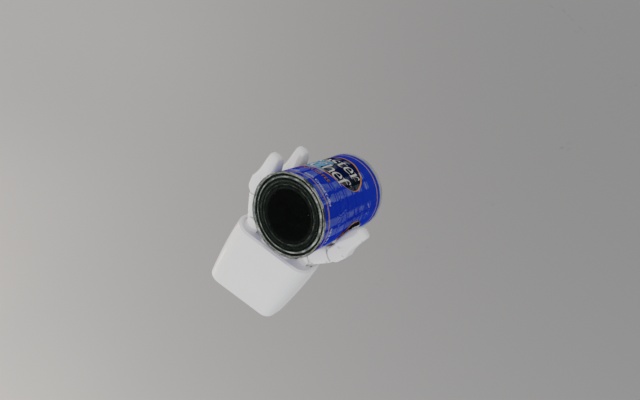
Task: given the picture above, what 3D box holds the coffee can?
[{"bbox_3d":[0.000,0.002,0.591,0.103,0.103,0.140,0,13,34],"label":"coffee can"}]
